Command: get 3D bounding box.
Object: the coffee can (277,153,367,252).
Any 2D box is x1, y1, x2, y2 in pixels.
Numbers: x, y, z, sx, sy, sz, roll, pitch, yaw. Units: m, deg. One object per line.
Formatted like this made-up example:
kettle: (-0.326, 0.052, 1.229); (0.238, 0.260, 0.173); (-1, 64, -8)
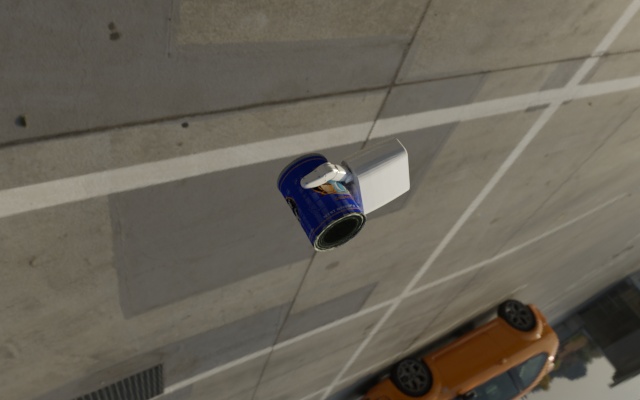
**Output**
coffee can: (0.000, 0.003, 0.828); (0.103, 0.140, 0.103); (-25, -29, -15)
